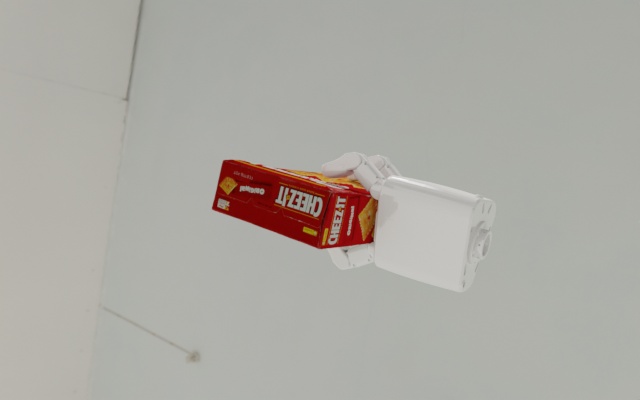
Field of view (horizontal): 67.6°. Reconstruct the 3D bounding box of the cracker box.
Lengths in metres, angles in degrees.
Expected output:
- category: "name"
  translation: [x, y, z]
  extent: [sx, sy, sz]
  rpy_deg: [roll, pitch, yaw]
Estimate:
- category: "cracker box"
  translation: [0.000, 0.002, 0.608]
  extent: [0.164, 0.072, 0.214]
  rpy_deg: [16, 7, 33]
